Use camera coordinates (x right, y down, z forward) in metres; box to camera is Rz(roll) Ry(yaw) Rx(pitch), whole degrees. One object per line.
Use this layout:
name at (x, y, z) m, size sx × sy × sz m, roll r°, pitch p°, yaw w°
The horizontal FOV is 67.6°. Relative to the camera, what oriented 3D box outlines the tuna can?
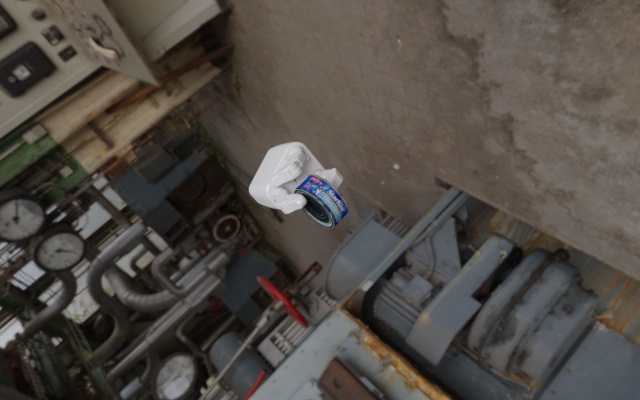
tuna can at (0.000, 0.003, 0.733) m, size 0.033 × 0.086 × 0.086 m, roll -46°, pitch 20°, yaw -21°
